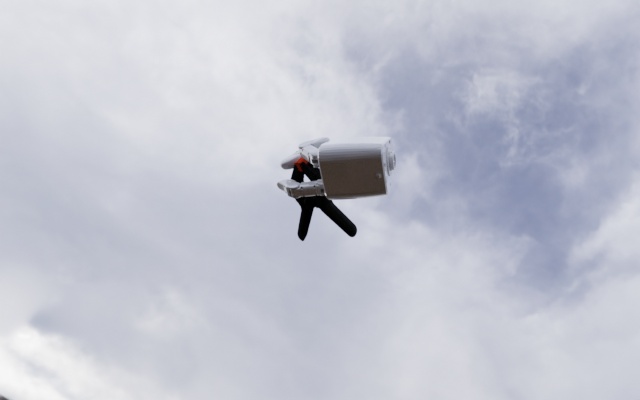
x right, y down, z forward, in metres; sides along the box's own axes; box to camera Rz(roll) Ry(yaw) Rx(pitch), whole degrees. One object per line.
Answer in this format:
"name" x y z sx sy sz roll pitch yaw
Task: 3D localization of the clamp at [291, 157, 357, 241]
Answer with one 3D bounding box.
"clamp" 0.000 0.002 0.862 0.120 0.172 0.039 -2 31 18
